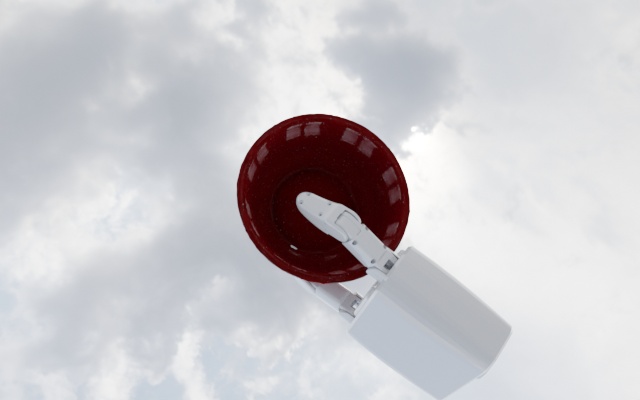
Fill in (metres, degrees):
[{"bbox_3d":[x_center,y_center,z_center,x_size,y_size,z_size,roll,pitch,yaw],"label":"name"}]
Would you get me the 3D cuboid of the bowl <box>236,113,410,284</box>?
[{"bbox_3d":[-0.001,0.001,0.455,0.162,0.162,0.055,0,-17,-14],"label":"bowl"}]
